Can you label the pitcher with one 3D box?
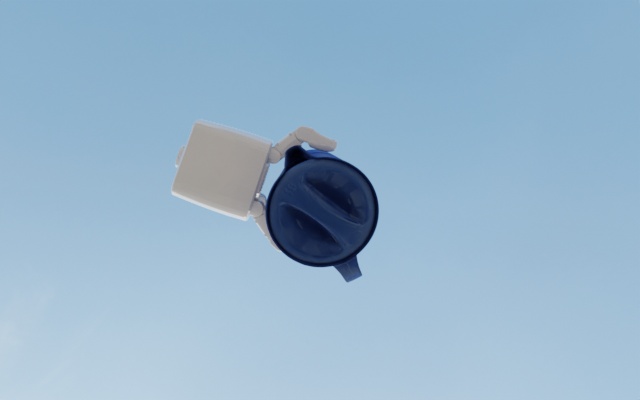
[{"bbox_3d":[0.000,0.002,0.669,0.145,0.149,0.242,18,10,-6],"label":"pitcher"}]
